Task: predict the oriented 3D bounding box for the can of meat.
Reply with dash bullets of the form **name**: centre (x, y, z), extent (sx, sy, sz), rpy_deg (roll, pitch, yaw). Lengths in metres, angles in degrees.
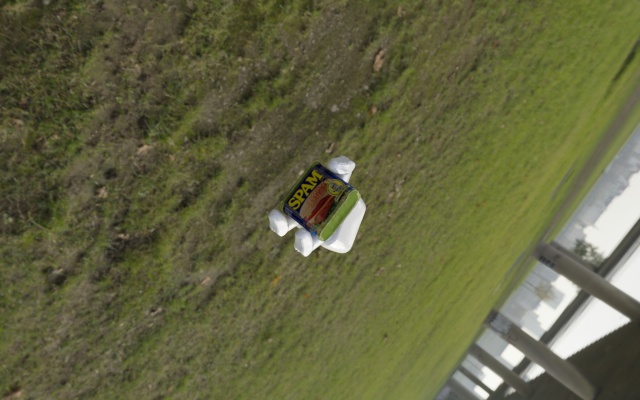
- **can of meat**: centre (0.000, 0.003, 0.747), extent (0.084, 0.102, 0.057), rpy_deg (36, -4, 24)
